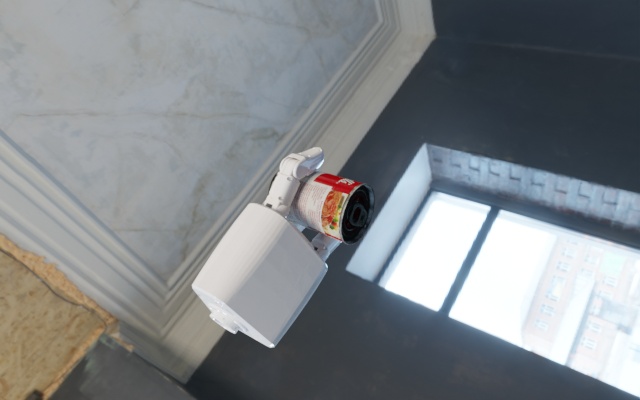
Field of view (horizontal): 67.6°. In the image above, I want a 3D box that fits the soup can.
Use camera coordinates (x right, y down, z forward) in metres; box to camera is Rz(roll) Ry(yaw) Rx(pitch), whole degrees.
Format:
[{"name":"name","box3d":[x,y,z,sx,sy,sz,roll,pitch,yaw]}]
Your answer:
[{"name":"soup can","box3d":[0.000,0.001,0.536,0.102,0.068,0.068,18,10,32]}]
